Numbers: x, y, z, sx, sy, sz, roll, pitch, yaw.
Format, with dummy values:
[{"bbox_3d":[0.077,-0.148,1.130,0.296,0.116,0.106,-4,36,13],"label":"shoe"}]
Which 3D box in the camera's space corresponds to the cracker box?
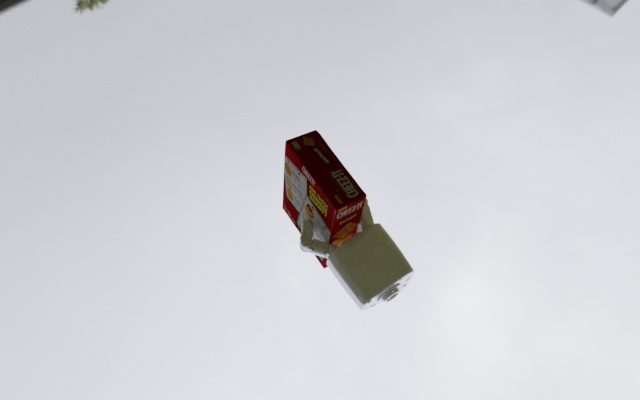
[{"bbox_3d":[0.000,0.003,0.877,0.072,0.164,0.214,-25,-28,-21],"label":"cracker box"}]
